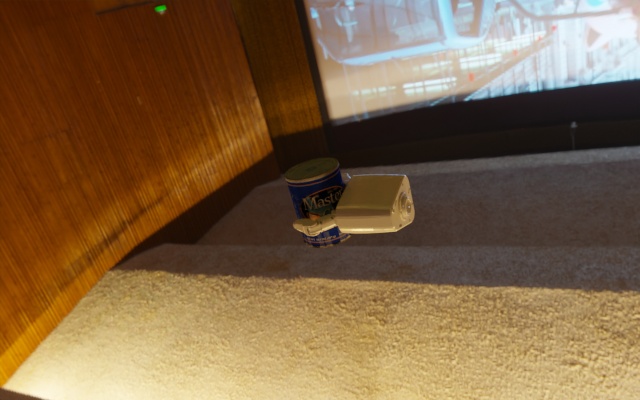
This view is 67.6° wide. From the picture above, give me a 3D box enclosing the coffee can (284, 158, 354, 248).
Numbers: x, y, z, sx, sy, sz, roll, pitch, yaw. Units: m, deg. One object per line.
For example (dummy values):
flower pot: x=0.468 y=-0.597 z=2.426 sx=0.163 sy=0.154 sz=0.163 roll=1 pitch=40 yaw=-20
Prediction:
coffee can: x=0.000 y=0.003 z=0.900 sx=0.103 sy=0.140 sz=0.102 roll=-13 pitch=22 yaw=5
